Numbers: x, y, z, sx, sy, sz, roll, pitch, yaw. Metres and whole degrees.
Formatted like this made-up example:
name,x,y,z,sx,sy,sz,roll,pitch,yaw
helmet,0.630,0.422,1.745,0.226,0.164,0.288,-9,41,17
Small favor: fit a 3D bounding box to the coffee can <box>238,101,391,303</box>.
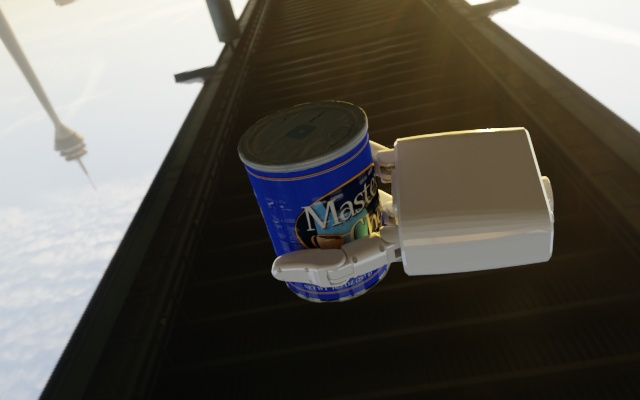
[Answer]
name,x,y,z,sx,sy,sz,roll,pitch,yaw
coffee can,0.000,0.001,0.407,0.103,0.140,0.102,-10,34,7
